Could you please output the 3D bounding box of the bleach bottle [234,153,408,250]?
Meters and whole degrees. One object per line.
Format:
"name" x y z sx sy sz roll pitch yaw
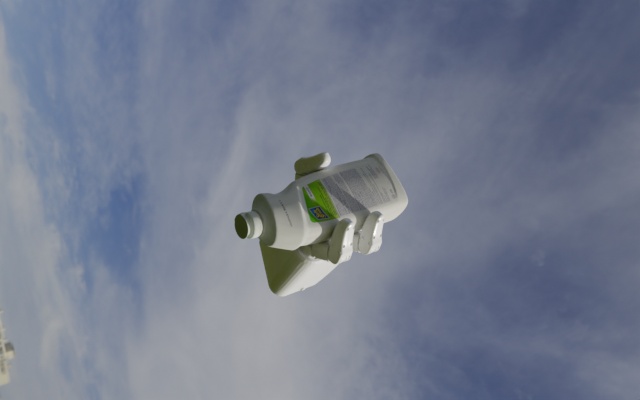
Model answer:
"bleach bottle" 0.000 0.002 0.618 0.251 0.102 0.068 -12 -27 -40
